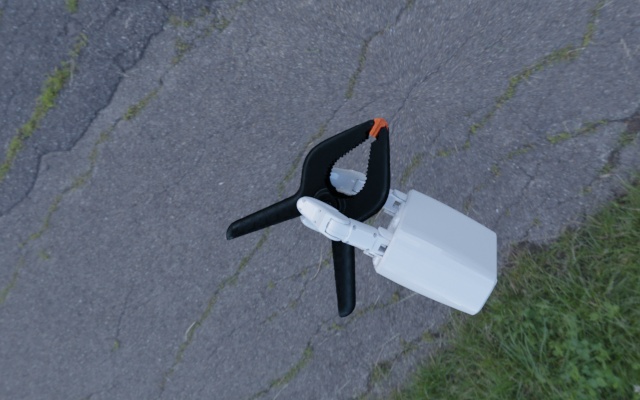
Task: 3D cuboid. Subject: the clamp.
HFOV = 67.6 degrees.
[{"bbox_3d":[0.000,0.001,0.503,0.164,0.210,0.036,26,15,6],"label":"clamp"}]
